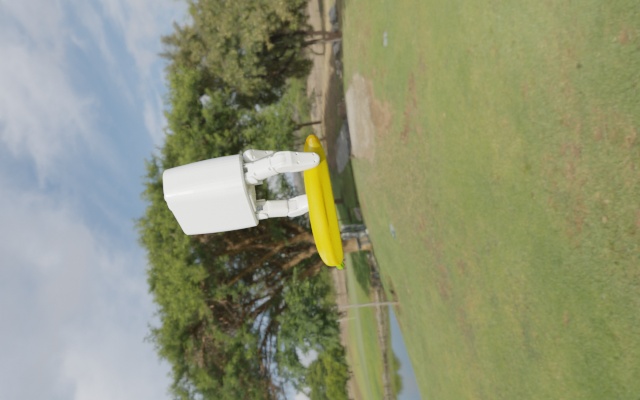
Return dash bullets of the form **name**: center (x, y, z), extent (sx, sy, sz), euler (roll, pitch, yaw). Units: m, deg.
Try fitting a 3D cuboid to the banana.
- **banana**: center (0.001, 0.007, 0.654), extent (0.037, 0.198, 0.069), euler (-10, 5, -1)
